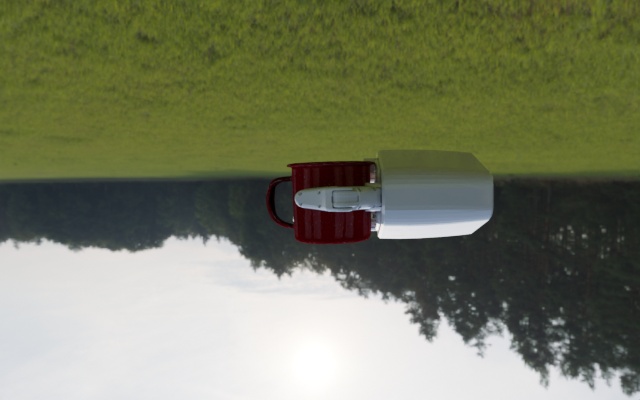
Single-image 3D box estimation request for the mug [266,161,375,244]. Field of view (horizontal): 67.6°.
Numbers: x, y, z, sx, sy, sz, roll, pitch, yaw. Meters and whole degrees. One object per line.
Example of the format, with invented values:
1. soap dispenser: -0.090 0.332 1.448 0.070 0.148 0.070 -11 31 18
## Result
1. mug: -0.001 0.002 0.505 0.117 0.081 0.093 -1 2 5
